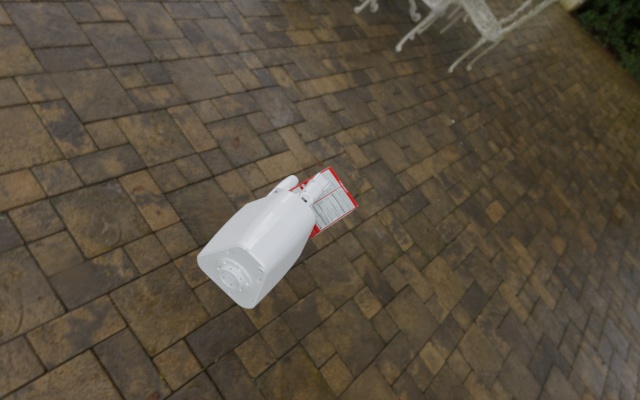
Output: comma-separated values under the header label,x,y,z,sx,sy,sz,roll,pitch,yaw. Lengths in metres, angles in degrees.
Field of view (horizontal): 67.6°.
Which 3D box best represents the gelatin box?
label,x,y,z,sx,sy,sz,roll,pitch,yaw
gelatin box,0.001,0.002,0.688,0.089,0.073,0.030,-32,-5,-37
